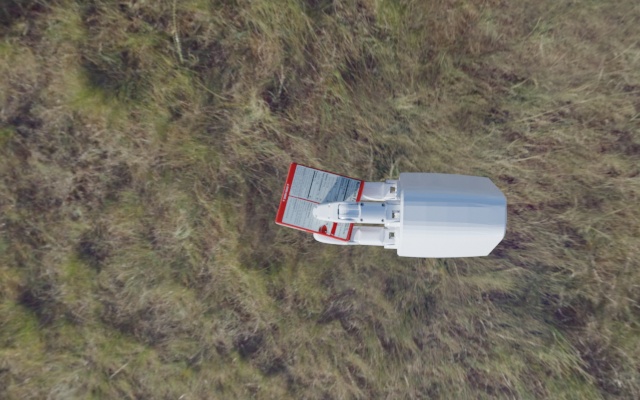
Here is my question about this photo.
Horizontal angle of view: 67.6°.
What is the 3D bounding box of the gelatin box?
[{"bbox_3d":[0.000,0.002,0.554,0.089,0.073,0.030,15,0,4],"label":"gelatin box"}]
